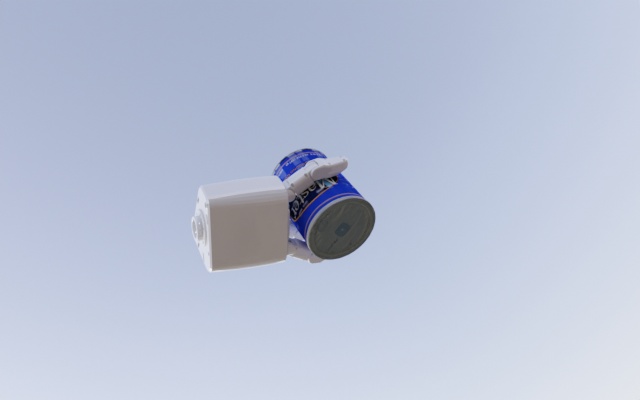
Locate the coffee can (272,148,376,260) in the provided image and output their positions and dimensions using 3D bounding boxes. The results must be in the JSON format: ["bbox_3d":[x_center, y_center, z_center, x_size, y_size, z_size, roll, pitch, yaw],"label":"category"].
[{"bbox_3d":[0.000,0.002,0.689,0.103,0.103,0.140,0,33,-31],"label":"coffee can"}]
